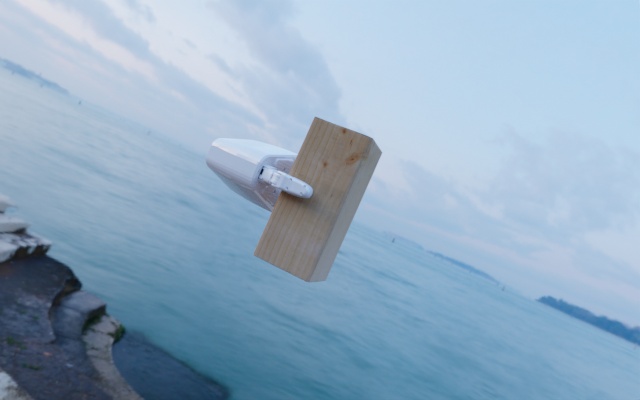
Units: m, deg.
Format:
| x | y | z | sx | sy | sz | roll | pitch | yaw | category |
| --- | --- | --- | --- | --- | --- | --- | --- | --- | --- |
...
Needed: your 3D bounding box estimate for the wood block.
| x | y | z | sx | sy | sz | roll | pitch | yaw | category |
| --- | --- | --- | --- | --- | --- | --- | --- | --- | --- |
| 0.000 | 0.002 | 0.671 | 0.090 | 0.206 | 0.091 | 24 | 0 | 18 | wood block |
